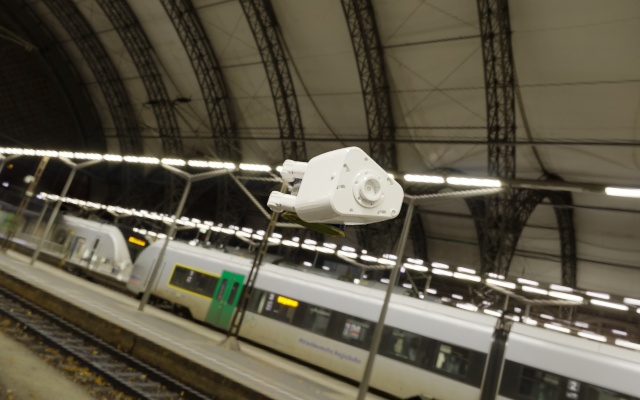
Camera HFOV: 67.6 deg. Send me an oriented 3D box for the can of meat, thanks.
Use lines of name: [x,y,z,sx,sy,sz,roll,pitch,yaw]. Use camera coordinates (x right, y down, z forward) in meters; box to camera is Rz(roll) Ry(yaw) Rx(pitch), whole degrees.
can of meat: [0.000,0.002,0.754,0.102,0.084,0.057,23,-14,-21]
